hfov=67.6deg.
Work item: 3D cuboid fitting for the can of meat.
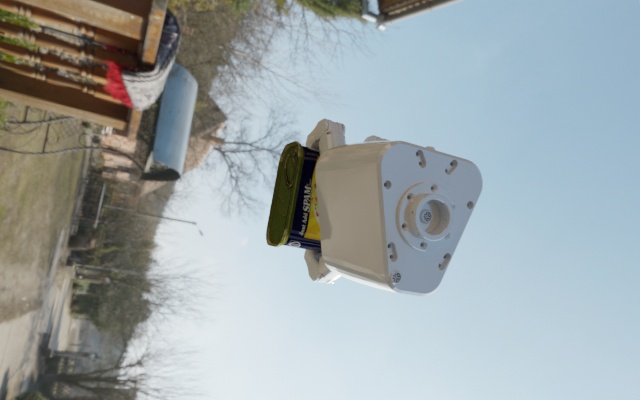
[{"bbox_3d":[0.000,0.002,0.471,0.084,0.102,0.057,12,-6,-22],"label":"can of meat"}]
